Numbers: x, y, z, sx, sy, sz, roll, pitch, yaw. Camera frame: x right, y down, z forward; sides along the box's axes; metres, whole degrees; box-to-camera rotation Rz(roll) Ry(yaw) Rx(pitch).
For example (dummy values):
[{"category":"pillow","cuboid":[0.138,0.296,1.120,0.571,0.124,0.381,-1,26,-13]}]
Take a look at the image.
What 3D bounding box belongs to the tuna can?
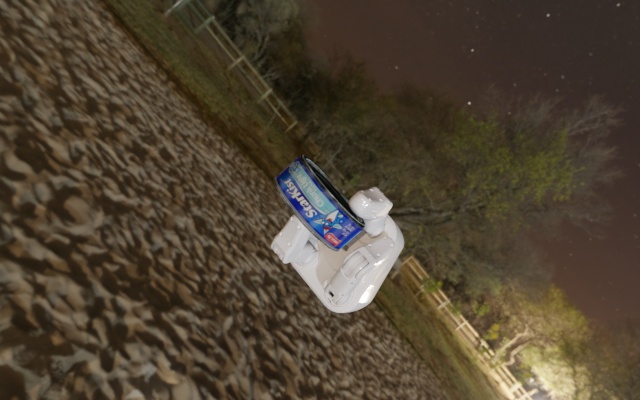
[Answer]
[{"category":"tuna can","cuboid":[0.000,0.001,0.417,0.034,0.086,0.086,-41,-7,8]}]
